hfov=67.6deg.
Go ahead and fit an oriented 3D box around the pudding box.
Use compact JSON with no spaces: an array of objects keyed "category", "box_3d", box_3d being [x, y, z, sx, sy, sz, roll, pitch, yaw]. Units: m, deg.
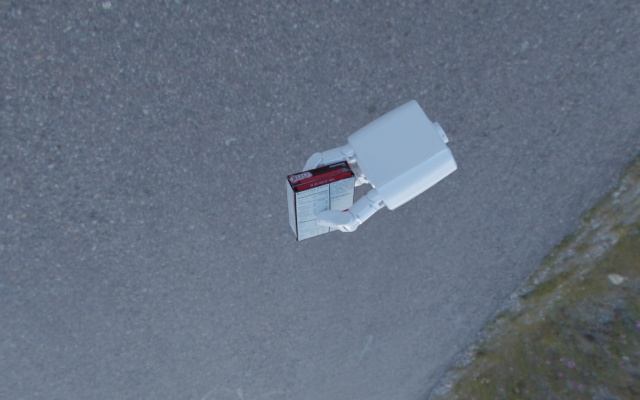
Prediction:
[{"category":"pudding box","box_3d":[0.000,0.002,0.679,0.090,0.039,0.114,-15,-41,-13]}]
